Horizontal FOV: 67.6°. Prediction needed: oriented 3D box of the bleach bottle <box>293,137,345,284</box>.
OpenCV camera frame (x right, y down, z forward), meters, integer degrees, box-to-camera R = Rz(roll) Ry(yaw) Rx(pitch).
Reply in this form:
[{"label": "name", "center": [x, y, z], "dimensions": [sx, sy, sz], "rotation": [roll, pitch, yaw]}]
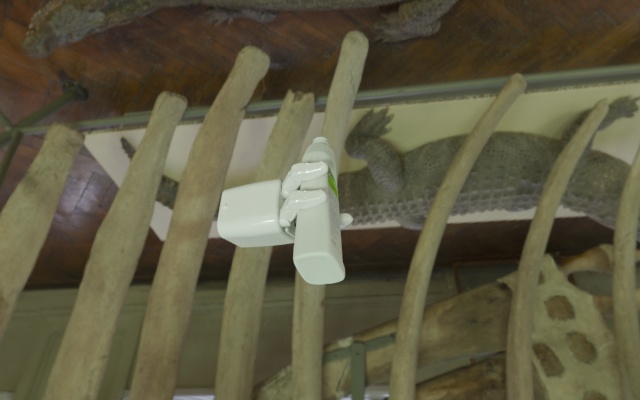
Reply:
[{"label": "bleach bottle", "center": [0.000, 0.003, 0.784], "dimensions": [0.068, 0.250, 0.103], "rotation": [-8, -37, 13]}]
